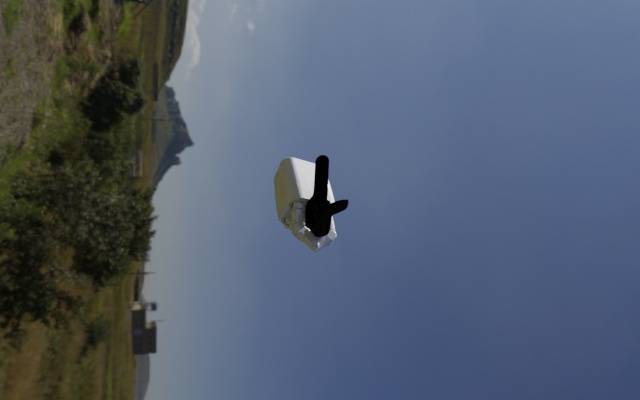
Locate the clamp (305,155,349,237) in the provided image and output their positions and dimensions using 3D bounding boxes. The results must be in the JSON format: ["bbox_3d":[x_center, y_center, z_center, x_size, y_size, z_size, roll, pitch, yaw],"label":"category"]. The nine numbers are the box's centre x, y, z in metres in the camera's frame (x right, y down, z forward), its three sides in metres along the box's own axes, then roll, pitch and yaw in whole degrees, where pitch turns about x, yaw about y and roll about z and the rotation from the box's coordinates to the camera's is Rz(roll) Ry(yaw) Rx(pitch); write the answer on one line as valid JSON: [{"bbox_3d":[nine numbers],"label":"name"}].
[{"bbox_3d":[0.001,0.003,0.880,0.039,0.120,0.172,1,-33,-22],"label":"clamp"}]
